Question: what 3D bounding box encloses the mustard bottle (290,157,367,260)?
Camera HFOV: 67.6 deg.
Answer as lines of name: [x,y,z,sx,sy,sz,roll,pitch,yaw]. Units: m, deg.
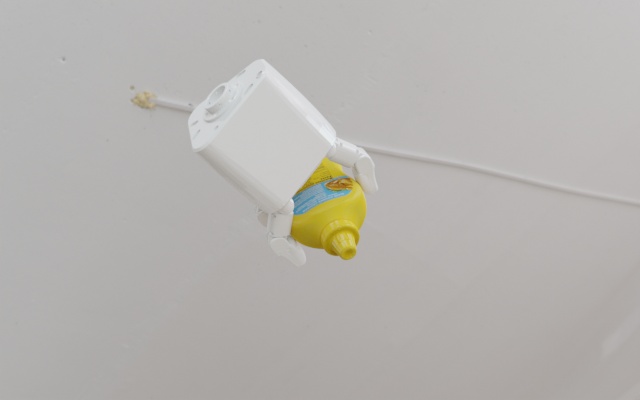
mustard bottle: [0.000,0.002,0.555,0.096,0.058,0.191,-23,37,-5]
